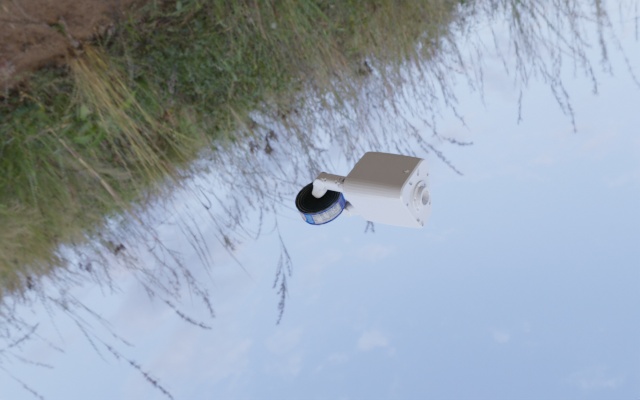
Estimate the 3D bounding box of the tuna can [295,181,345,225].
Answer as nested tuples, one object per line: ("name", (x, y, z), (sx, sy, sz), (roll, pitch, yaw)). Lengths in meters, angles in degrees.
("tuna can", (0.000, 0.003, 0.849), (0.086, 0.086, 0.034), (0, -44, 27))
